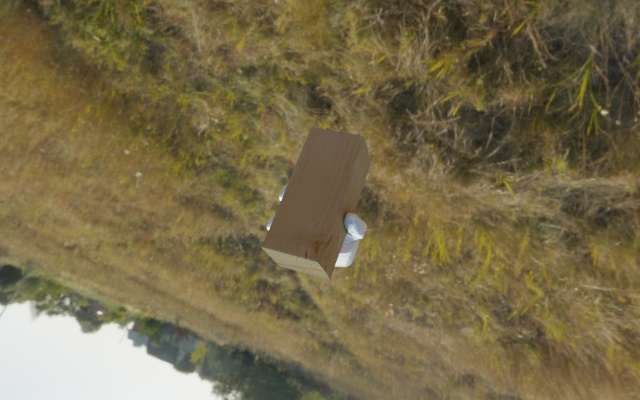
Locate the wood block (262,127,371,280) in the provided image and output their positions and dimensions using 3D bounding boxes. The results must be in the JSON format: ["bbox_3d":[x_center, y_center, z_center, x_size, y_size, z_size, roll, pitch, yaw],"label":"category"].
[{"bbox_3d":[0.000,0.003,0.730,0.091,0.206,0.090,13,-22,19],"label":"wood block"}]
